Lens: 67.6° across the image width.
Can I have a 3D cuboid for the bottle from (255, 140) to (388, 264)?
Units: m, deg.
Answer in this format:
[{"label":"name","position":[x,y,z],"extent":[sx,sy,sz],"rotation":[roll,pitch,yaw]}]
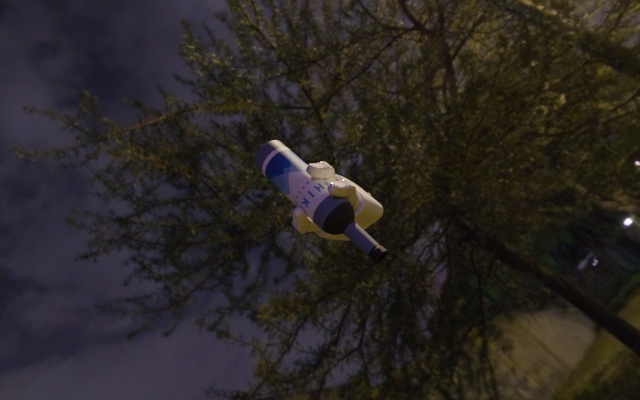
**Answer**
[{"label":"bottle","position":[0.000,0.003,0.817],"extent":[0.295,0.069,0.069],"rotation":[42,23,28]}]
